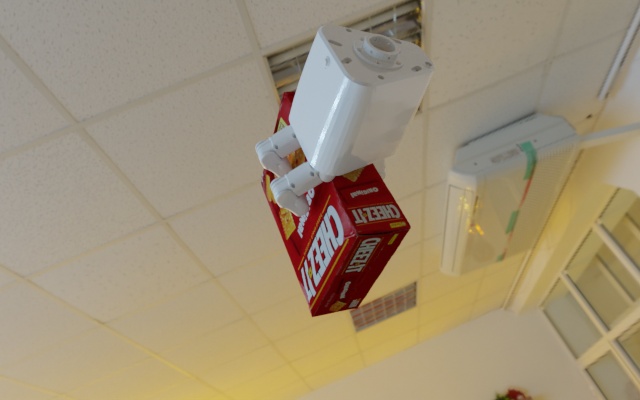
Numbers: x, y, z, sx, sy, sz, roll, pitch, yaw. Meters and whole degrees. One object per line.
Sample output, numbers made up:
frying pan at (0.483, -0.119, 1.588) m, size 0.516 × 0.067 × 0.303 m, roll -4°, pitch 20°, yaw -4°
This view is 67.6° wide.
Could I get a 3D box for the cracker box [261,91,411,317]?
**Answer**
cracker box at (0.000, 0.002, 0.562) m, size 0.072 × 0.213 × 0.164 m, roll -6°, pitch -38°, yaw -25°
